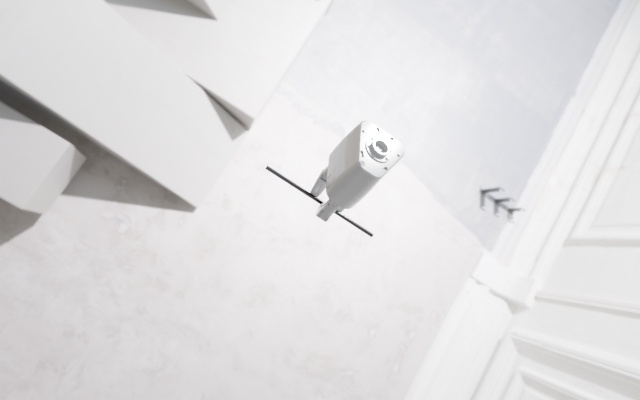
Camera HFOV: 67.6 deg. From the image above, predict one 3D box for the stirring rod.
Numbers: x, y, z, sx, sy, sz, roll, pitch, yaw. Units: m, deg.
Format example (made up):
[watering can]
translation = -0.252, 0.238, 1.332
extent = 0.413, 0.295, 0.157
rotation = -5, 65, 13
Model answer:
[stirring rod]
translation = 0.000, 0.003, 0.896
extent = 0.239, 0.011, 0.011
rotation = 33, -6, -9
